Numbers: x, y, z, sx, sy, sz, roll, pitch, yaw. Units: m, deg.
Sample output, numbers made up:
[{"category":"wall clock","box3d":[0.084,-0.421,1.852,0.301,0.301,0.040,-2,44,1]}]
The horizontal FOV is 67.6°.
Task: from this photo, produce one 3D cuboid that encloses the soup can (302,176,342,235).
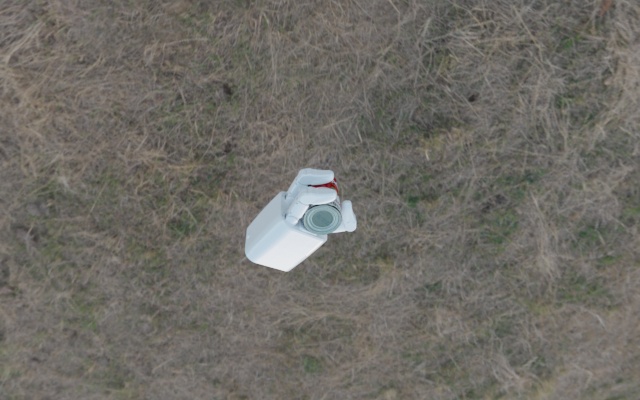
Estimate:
[{"category":"soup can","box3d":[0.001,0.003,0.833,0.068,0.069,0.102,0,37,-4]}]
